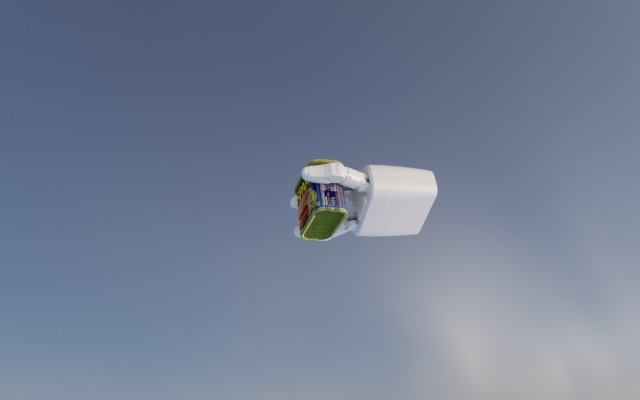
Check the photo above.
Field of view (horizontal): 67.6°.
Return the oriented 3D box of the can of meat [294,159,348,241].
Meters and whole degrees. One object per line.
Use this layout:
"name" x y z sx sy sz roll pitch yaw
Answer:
"can of meat" 0.000 0.003 0.711 0.057 0.084 0.102 3 -31 -18
